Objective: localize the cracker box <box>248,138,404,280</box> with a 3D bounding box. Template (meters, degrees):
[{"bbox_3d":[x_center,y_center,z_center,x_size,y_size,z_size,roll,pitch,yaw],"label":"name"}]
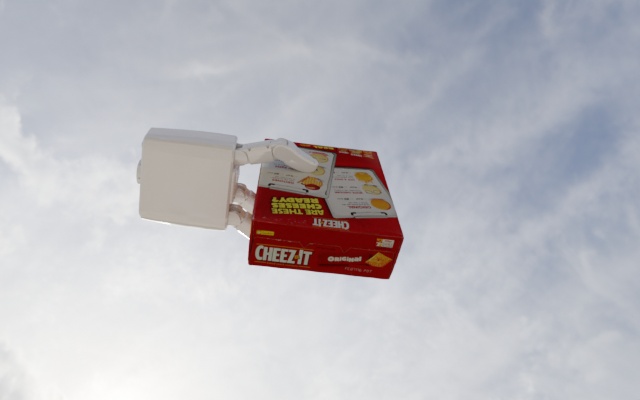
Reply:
[{"bbox_3d":[0.000,0.002,0.601,0.164,0.072,0.213,6,31,-6],"label":"cracker box"}]
